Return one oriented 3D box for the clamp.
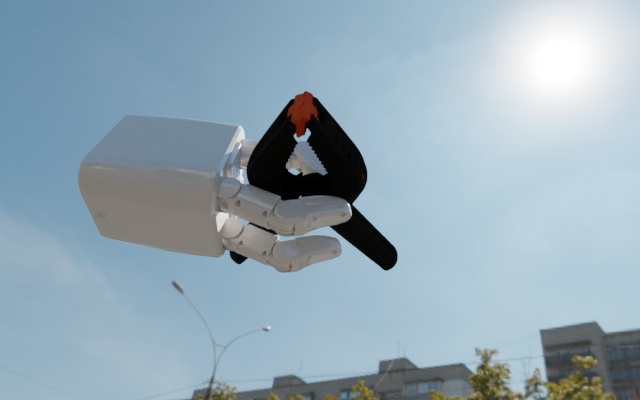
[{"bbox_3d":[0.000,0.000,0.404,0.164,0.036,0.210,5,-38,-3],"label":"clamp"}]
